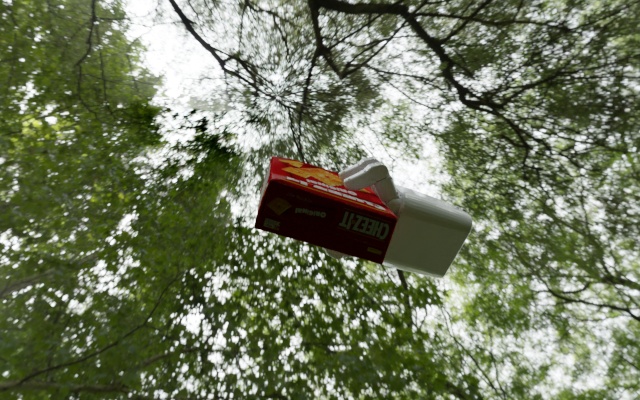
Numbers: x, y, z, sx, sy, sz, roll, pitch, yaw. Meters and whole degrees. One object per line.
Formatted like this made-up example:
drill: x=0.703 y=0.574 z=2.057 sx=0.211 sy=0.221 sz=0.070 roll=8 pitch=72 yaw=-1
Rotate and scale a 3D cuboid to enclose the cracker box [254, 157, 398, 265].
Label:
cracker box: x=0.000 y=0.002 z=0.663 sx=0.164 sy=0.072 sz=0.213 roll=16 pitch=10 yaw=-8
